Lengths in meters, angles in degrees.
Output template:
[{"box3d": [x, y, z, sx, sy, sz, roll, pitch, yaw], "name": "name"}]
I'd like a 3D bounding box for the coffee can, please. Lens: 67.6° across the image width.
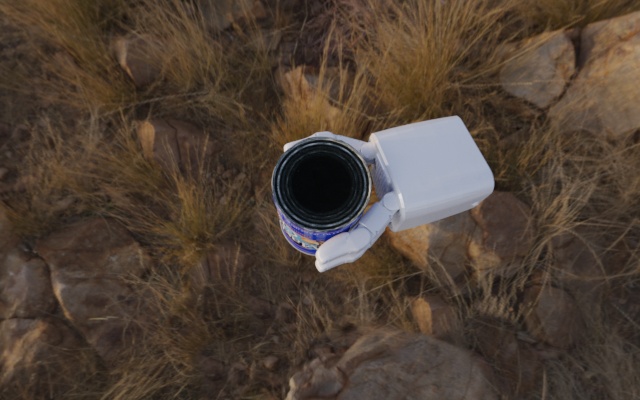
[{"box3d": [0.000, 0.002, 0.549, 0.103, 0.102, 0.140, 0, -16, -1], "name": "coffee can"}]
